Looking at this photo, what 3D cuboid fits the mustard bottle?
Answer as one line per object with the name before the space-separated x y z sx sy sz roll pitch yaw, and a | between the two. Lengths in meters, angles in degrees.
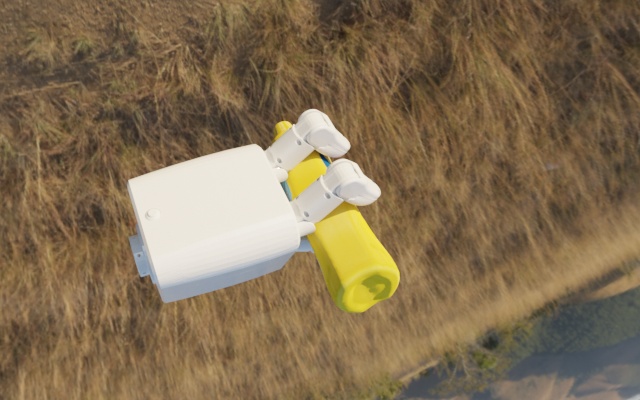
mustard bottle | 0.000 0.001 0.428 0.058 0.191 0.096 -29 -29 1
